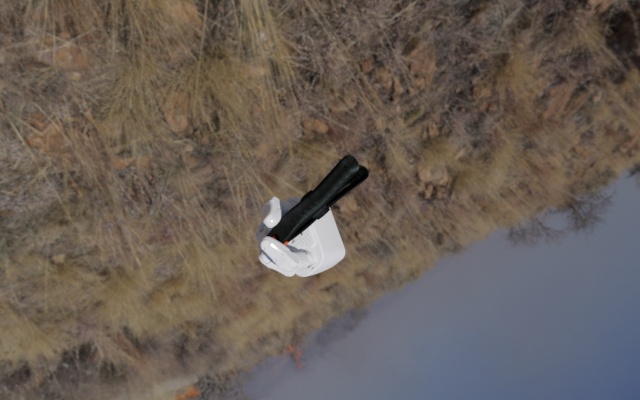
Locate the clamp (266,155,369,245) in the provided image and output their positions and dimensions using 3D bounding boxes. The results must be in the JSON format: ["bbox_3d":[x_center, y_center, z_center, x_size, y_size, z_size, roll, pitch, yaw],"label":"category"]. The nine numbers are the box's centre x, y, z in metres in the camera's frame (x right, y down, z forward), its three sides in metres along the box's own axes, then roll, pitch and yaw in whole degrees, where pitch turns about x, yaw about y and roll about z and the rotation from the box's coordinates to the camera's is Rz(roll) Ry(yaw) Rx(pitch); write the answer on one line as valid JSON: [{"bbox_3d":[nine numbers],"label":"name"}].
[{"bbox_3d":[0.000,0.003,0.658,0.171,0.039,0.120,-41,-16,17],"label":"clamp"}]
